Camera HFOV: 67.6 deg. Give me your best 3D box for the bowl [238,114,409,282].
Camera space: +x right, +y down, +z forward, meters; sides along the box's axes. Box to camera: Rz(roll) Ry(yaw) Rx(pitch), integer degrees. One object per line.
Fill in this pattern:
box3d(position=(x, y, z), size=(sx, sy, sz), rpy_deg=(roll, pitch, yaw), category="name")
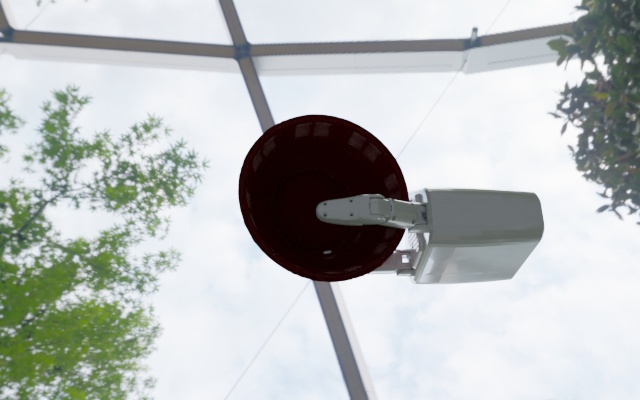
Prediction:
box3d(position=(-0.001, 0.001, 0.457), size=(0.162, 0.162, 0.055), rpy_deg=(0, -18, -15), category="bowl")
